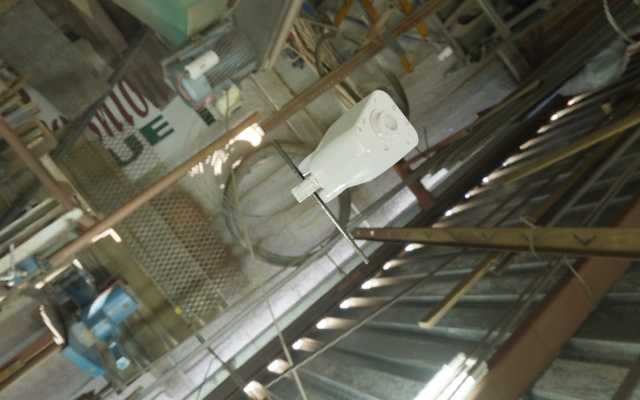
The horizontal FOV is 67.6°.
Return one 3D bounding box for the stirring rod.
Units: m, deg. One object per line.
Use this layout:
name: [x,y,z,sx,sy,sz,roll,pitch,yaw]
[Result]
stirring rod: [0.000,0.002,0.743,0.011,0.239,0.011,-38,2,1]
